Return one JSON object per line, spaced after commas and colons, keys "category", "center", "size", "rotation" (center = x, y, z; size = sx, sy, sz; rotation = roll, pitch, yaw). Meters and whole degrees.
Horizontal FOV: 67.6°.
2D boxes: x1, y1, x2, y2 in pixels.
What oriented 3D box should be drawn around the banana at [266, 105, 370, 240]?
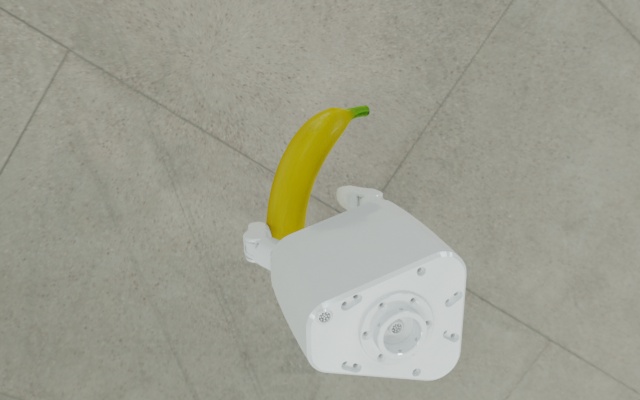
{"category": "banana", "center": [-0.015, -0.007, 0.456], "size": [0.069, 0.198, 0.037], "rotation": [19, 9, -23]}
